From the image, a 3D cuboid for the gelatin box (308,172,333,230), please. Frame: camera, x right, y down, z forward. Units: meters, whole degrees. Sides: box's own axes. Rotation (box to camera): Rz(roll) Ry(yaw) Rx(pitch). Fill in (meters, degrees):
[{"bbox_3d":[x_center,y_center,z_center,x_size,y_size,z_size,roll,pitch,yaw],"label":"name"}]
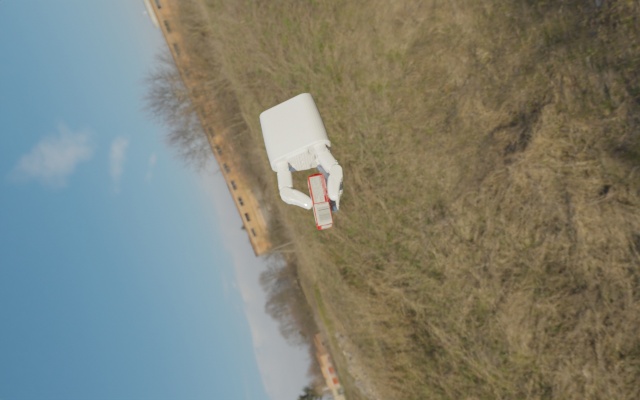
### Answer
[{"bbox_3d":[0.000,0.003,0.825,0.030,0.089,0.073,-11,-8,-2],"label":"gelatin box"}]
